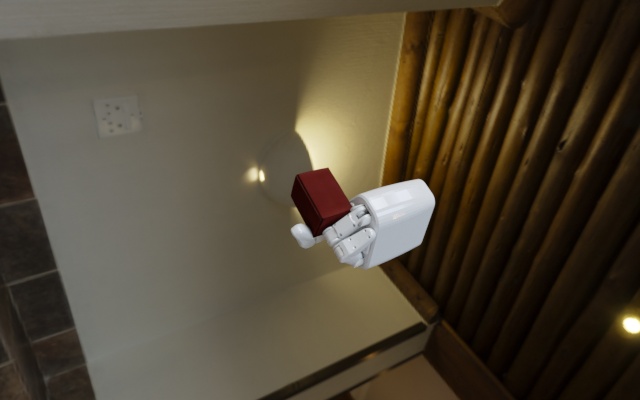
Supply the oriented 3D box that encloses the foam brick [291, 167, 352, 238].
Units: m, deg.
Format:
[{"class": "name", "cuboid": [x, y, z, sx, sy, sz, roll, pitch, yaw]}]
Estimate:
[{"class": "foam brick", "cuboid": [0.000, 0.002, 0.666, 0.051, 0.078, 0.053, -18, -26, -25]}]
